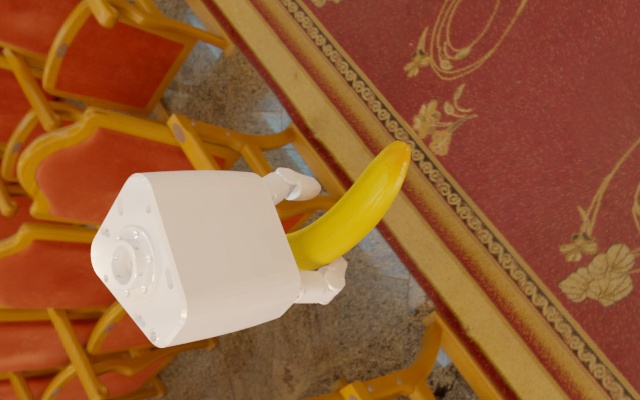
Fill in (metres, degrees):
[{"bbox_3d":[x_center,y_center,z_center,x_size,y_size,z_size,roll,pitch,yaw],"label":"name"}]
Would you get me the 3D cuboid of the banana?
[{"bbox_3d":[0.003,0.020,0.420,0.198,0.069,0.037,-29,-19,35],"label":"banana"}]
